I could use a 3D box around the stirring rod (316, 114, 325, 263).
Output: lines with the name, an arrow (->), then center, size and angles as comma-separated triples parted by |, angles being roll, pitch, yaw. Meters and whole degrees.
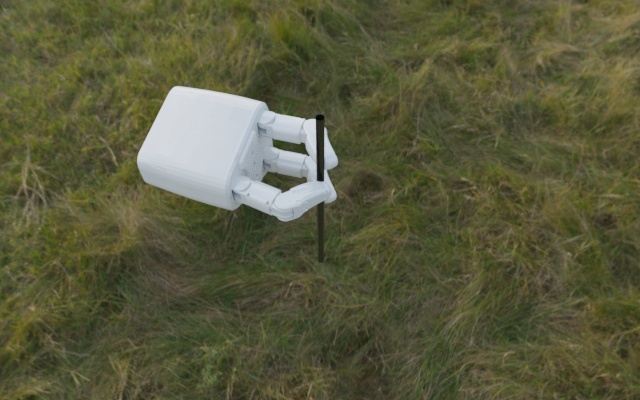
stirring rod -> 0.000, 0.002, 0.510 | 0.011, 0.011, 0.240 | 0, -38, 0
